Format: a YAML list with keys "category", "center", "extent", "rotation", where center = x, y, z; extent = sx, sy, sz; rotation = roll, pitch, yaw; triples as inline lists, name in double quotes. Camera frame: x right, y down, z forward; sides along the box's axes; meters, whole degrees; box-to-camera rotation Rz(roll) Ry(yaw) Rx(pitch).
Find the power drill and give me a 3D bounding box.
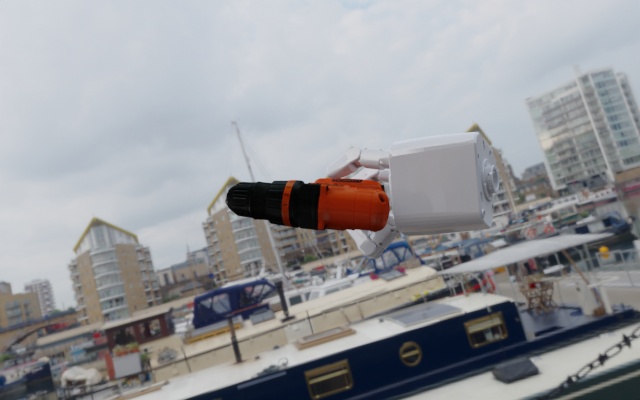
- category: "power drill"
  center: [0.000, 0.002, 0.589]
  extent: [0.184, 0.057, 0.187]
  rotation: [7, 6, 14]
